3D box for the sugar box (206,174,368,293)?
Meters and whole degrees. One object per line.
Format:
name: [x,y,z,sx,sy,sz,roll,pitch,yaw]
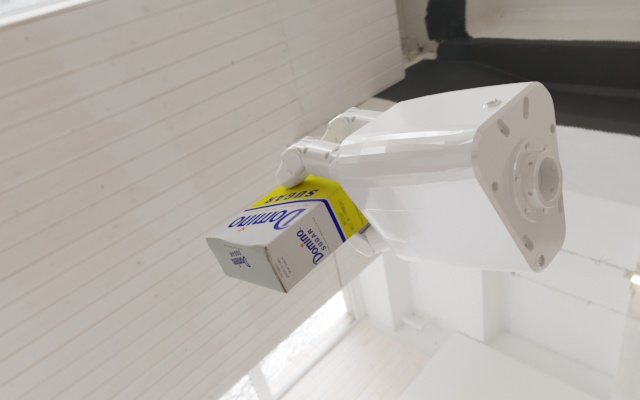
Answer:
sugar box: [0.000,0.001,0.400,0.176,0.048,0.093,-36,22,-32]
